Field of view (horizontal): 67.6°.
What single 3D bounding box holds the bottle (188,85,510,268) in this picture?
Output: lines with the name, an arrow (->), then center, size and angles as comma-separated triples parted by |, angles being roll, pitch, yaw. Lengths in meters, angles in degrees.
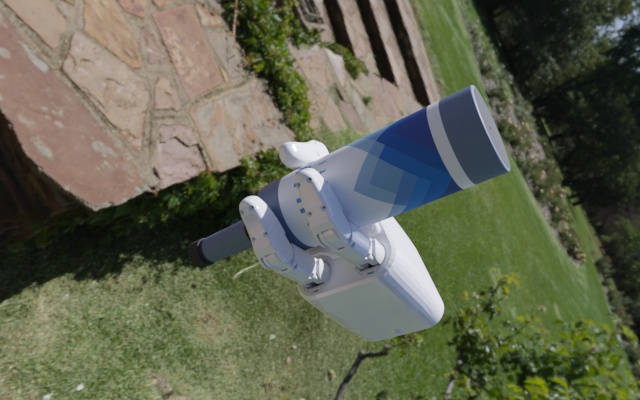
bottle -> 0.000, 0.001, 0.402 | 0.296, 0.069, 0.069 | -24, -11, 27
